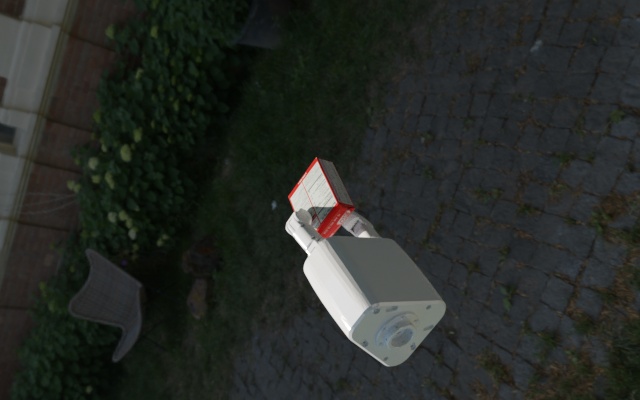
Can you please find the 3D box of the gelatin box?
[{"bbox_3d":[0.000,0.002,0.603,0.030,0.073,0.089,13,37,-36],"label":"gelatin box"}]
